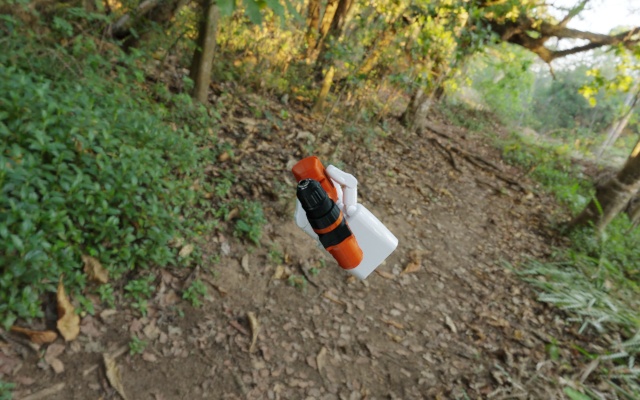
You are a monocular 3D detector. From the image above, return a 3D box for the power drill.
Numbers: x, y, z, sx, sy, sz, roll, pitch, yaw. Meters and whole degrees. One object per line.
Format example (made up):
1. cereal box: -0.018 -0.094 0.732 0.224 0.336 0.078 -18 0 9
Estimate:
1. power drill: 0.000 0.003 0.793 0.057 0.184 0.187 -26 35 5
